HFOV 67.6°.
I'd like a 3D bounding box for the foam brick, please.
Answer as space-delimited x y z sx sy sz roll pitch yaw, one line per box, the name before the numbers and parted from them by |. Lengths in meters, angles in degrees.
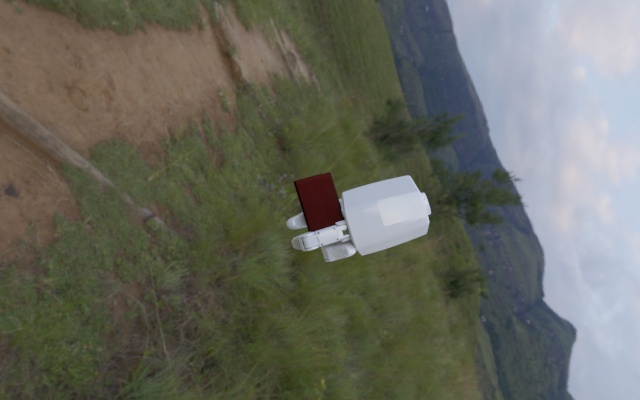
foam brick | 0.000 0.002 0.685 0.051 0.078 0.053 -17 1 7
